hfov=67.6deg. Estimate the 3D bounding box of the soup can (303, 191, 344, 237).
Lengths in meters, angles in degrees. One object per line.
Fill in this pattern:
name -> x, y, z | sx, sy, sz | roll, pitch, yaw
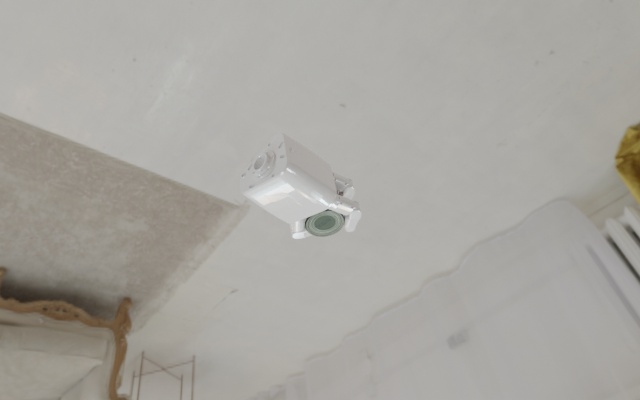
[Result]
soup can -> 0.000, 0.003, 0.814 | 0.068, 0.102, 0.069 | -6, -44, -6
